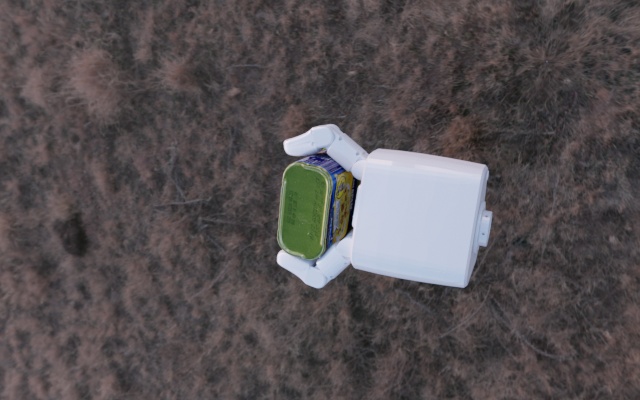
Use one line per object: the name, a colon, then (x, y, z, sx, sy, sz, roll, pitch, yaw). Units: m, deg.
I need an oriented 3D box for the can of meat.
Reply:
can of meat: (0.000, 0.002, 0.492, 0.057, 0.102, 0.084, 13, 20, 21)
